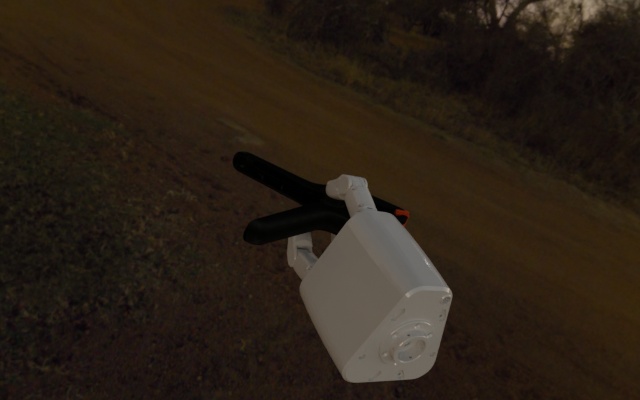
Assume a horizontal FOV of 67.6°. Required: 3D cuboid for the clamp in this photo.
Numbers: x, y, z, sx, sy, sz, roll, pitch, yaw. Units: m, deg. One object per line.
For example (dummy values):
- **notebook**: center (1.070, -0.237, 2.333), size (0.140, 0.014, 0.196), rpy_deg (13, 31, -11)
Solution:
- **clamp**: center (0.001, 0.001, 0.535), size (0.210, 0.036, 0.164), rpy_deg (8, 30, -27)
